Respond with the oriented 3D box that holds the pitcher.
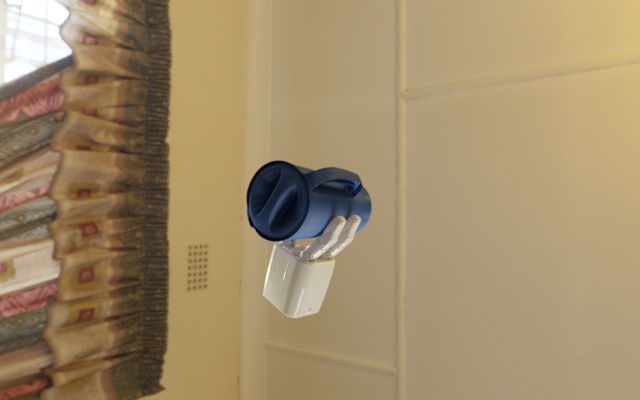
[{"bbox_3d":[0.000,0.003,0.861,0.149,0.145,0.243,20,9,34],"label":"pitcher"}]
